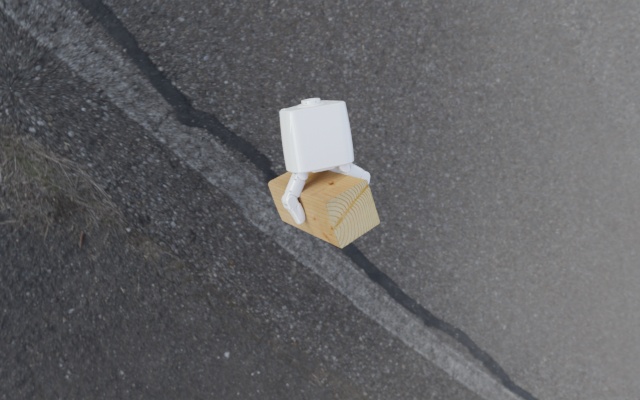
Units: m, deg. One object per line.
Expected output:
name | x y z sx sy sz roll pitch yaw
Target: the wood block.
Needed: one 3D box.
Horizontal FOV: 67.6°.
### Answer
wood block | 0.000 0.003 0.873 0.091 0.090 0.206 -30 25 -24
